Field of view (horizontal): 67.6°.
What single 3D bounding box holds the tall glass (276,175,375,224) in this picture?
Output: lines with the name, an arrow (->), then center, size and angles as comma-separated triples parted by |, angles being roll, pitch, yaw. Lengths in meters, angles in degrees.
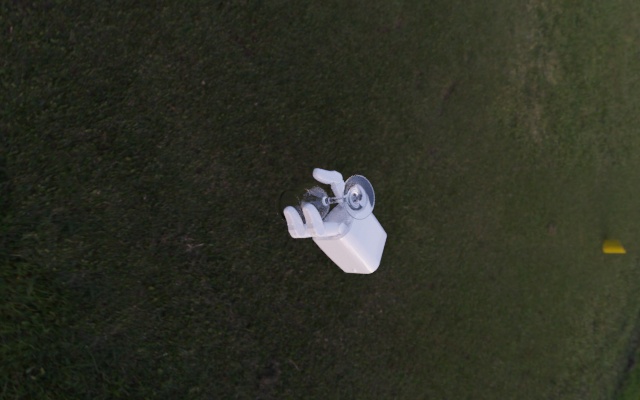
tall glass -> 0.001, 0.003, 0.863 | 0.079, 0.079, 0.201 | 0, -4, -40
